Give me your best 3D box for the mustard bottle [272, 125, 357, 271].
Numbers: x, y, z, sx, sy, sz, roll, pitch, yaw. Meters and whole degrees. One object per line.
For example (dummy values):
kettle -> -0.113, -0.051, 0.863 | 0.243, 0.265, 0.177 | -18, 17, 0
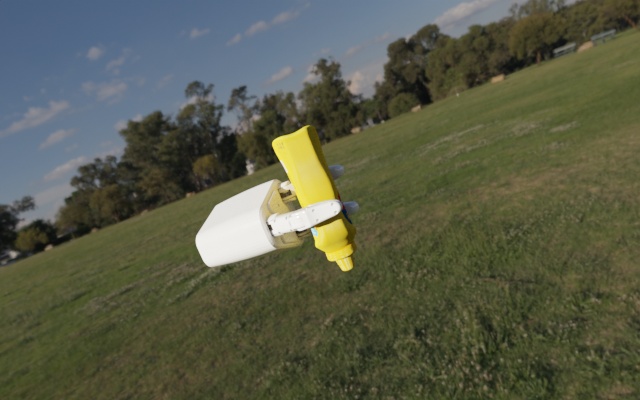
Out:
mustard bottle -> 0.000, 0.002, 0.614 | 0.058, 0.191, 0.096 | -23, 8, -4
